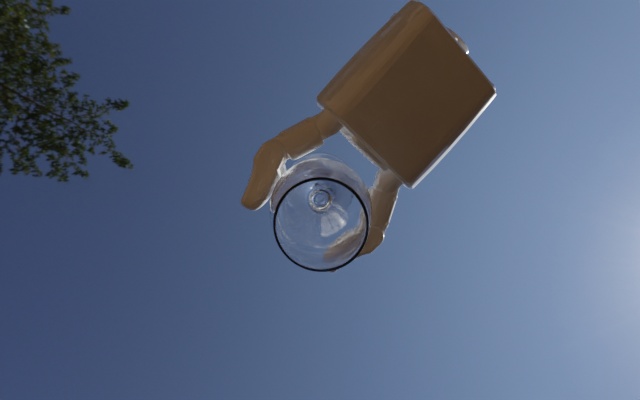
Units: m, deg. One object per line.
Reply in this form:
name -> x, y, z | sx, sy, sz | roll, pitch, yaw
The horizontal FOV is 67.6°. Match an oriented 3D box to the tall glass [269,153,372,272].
tall glass -> 0.000, 0.001, 0.402 | 0.079, 0.079, 0.201 | 0, 9, 0
